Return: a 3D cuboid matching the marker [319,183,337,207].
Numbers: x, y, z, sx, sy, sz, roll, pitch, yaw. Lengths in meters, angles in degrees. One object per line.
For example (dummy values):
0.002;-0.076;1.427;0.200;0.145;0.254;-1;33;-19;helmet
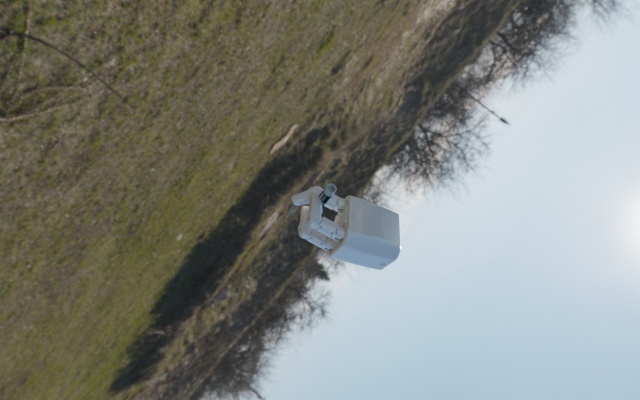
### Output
0.000;0.003;0.857;0.020;0.020;0.121;0;-23;-20;marker
